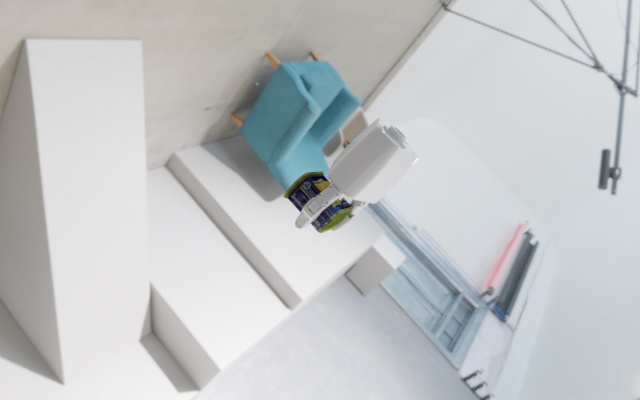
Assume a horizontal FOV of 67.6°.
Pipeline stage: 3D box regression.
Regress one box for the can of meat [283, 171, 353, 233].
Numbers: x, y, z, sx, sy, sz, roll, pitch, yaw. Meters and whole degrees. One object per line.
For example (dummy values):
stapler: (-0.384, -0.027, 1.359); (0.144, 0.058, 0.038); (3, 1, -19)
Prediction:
can of meat: (0.000, 0.003, 0.772); (0.057, 0.084, 0.102); (-46, -10, 17)
